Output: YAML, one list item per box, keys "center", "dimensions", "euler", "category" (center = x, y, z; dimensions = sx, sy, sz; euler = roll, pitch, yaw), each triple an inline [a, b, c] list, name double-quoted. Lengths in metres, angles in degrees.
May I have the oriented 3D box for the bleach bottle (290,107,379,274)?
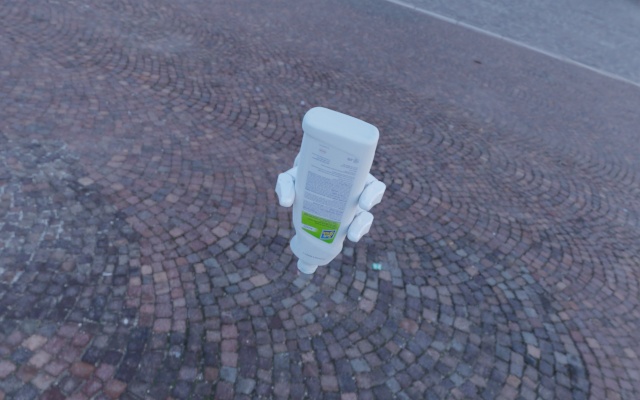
- center: [0.000, 0.002, 0.676]
  dimensions: [0.102, 0.251, 0.068]
  euler: [20, 34, 5]
  category: "bleach bottle"
